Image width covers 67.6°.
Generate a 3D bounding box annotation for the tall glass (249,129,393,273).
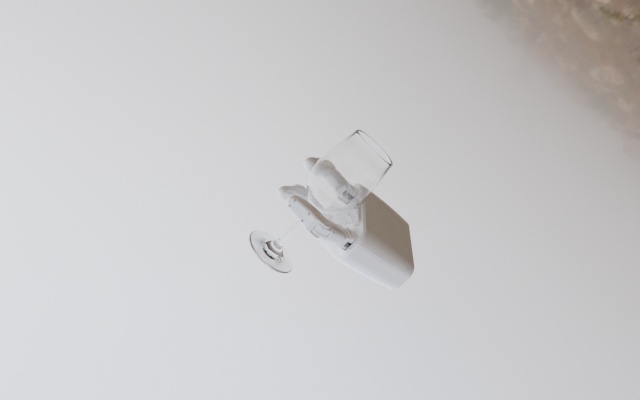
[{"bbox_3d":[0.000,0.002,0.612,0.201,0.079,0.079,-46,-18,18],"label":"tall glass"}]
